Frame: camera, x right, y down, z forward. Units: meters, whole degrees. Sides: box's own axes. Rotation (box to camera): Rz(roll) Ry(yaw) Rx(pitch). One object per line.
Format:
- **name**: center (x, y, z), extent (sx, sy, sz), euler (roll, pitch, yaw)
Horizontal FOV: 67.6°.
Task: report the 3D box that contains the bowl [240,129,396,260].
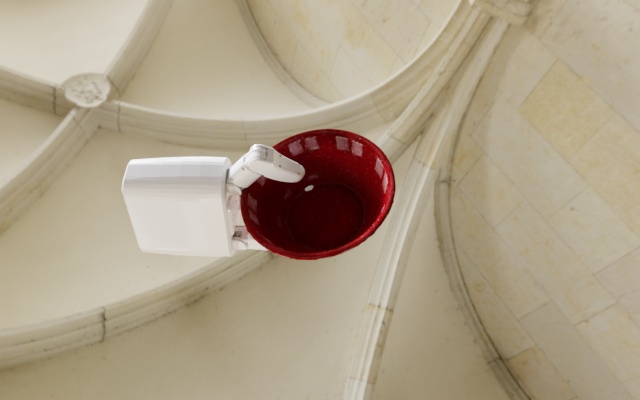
- **bowl**: center (0.001, 0.002, 0.506), extent (0.162, 0.162, 0.055), euler (0, -33, 14)
